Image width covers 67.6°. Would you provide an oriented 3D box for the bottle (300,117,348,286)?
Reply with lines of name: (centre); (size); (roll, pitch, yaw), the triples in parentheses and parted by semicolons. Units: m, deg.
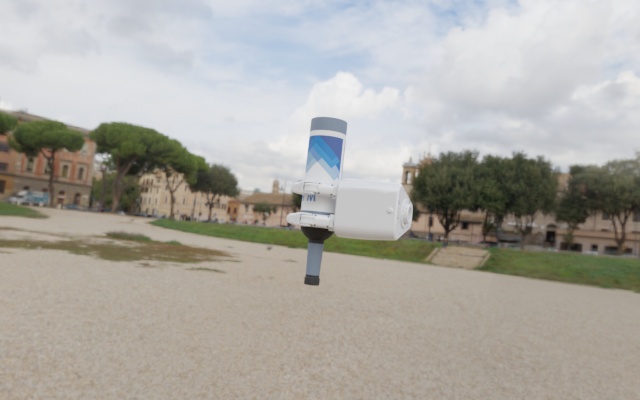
bottle: (0.000, 0.003, 0.853); (0.069, 0.295, 0.069); (6, -4, 0)
